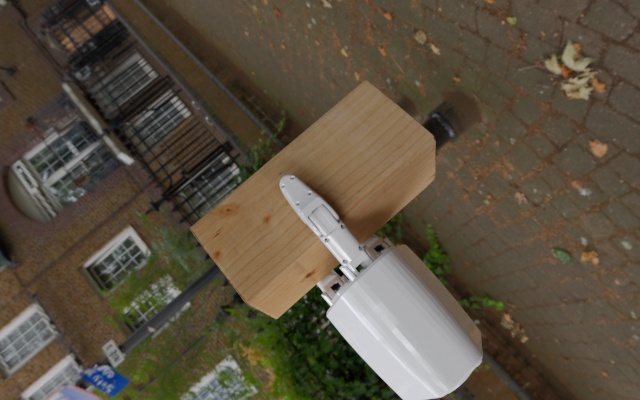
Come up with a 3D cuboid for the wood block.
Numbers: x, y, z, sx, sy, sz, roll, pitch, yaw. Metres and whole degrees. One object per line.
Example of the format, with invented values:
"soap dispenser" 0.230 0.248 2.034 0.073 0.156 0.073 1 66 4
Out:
"wood block" 0.000 0.002 0.442 0.206 0.090 0.091 -41 -25 -6
